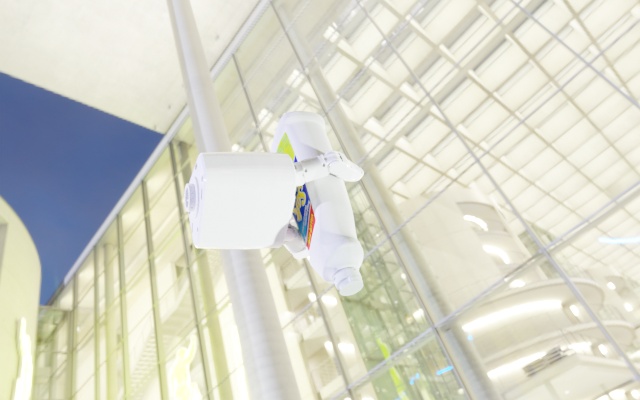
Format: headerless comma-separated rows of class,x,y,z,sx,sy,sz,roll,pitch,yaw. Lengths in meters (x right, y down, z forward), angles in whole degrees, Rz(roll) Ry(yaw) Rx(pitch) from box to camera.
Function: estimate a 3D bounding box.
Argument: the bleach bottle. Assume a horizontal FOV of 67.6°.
bleach bottle,0.000,0.002,0.604,0.068,0.250,0.103,0,-44,-25
